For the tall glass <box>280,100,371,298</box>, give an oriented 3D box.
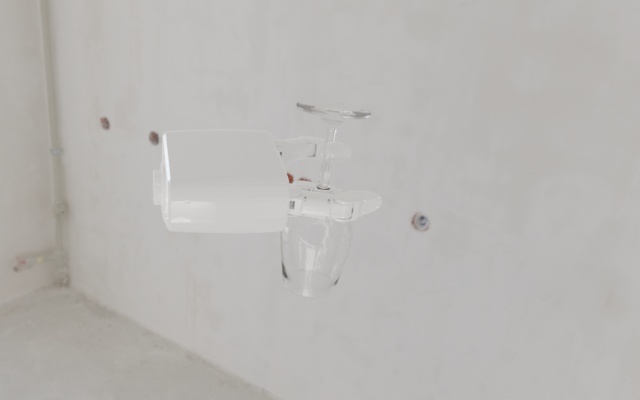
[{"bbox_3d":[0.000,0.001,0.503,0.079,0.201,0.079,7,21,-3],"label":"tall glass"}]
